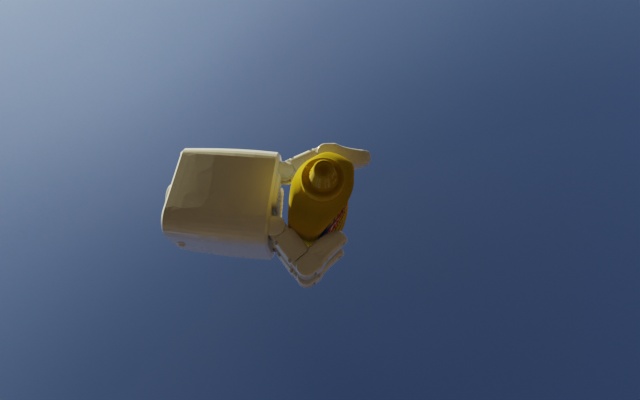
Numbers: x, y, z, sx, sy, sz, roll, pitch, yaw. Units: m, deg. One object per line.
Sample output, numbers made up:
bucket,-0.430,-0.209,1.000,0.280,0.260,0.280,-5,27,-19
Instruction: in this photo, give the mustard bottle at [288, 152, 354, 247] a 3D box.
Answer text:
mustard bottle,0.000,0.002,0.508,0.058,0.096,0.192,28,-17,8
